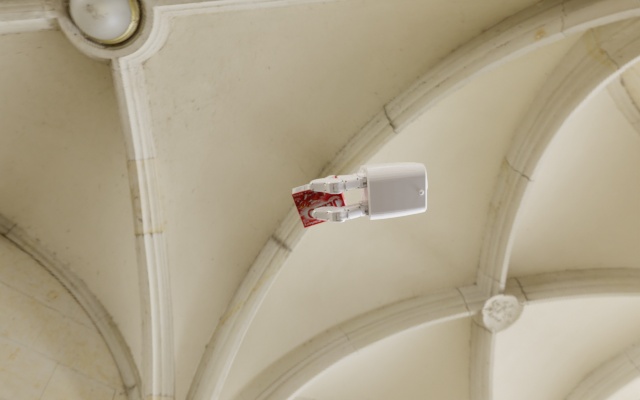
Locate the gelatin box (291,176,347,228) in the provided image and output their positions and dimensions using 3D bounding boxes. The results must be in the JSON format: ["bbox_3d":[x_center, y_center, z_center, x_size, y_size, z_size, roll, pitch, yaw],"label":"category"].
[{"bbox_3d":[0.000,0.003,0.878,0.089,0.073,0.030,-16,23,8],"label":"gelatin box"}]
